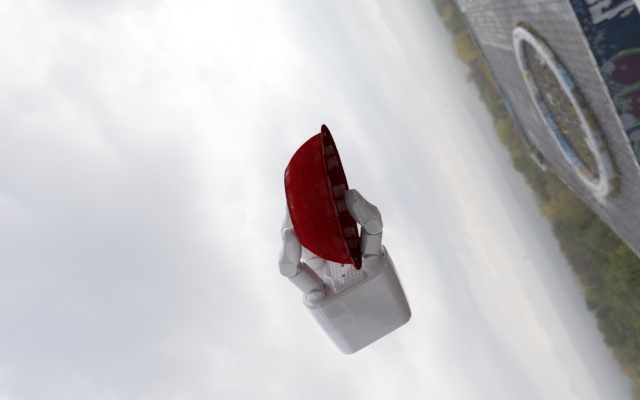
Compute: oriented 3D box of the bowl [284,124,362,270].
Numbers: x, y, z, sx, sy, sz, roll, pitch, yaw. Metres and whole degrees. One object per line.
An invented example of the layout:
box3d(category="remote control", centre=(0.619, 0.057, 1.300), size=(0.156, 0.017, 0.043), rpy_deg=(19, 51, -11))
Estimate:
box3d(category="bowl", centre=(-0.001, 0.001, 0.520), size=(0.055, 0.162, 0.162), rpy_deg=(-13, -2, 9))
